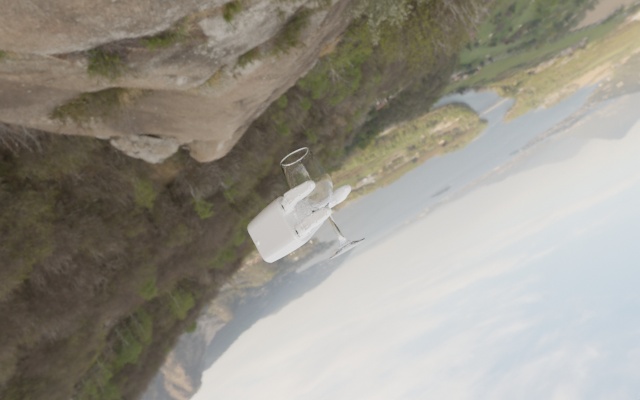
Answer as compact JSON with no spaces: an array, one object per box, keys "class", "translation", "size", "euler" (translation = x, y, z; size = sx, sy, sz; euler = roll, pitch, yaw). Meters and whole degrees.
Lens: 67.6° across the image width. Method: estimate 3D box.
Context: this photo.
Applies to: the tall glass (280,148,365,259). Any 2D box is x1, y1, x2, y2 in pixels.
[{"class":"tall glass","translation":[0.001,0.003,0.878],"size":[0.079,0.201,0.079],"euler":[-29,-8,-5]}]
